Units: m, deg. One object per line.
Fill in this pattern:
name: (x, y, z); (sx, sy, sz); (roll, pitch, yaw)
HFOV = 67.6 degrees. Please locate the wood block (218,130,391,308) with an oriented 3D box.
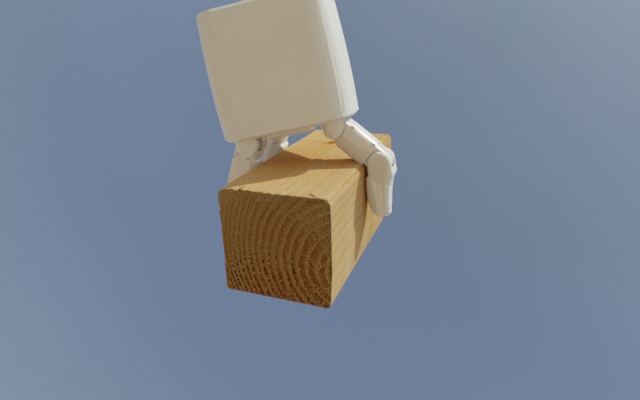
wood block: (0.000, 0.001, 0.445); (0.091, 0.090, 0.206); (7, 22, 19)
